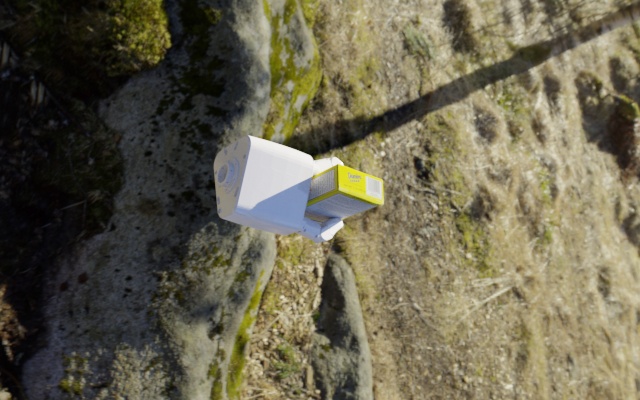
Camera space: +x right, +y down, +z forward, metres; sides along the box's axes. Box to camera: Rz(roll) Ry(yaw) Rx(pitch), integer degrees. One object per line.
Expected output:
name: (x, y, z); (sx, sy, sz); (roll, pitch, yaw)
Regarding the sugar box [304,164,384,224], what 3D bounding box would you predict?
sugar box: (0.000, 0.002, 0.720); (0.093, 0.048, 0.176); (17, -25, -38)
